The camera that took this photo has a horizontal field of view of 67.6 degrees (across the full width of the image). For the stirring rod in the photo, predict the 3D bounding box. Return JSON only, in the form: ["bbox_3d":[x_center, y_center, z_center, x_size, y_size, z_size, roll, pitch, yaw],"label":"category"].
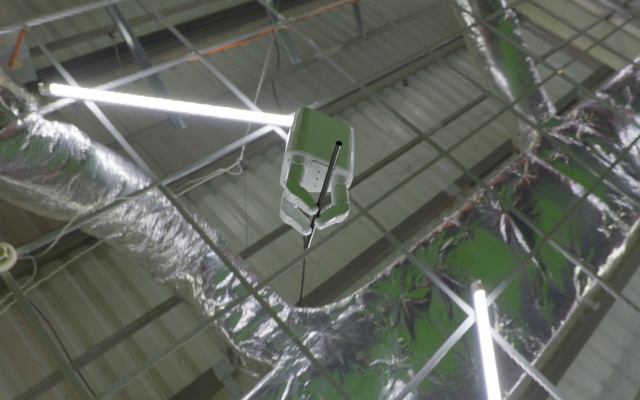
[{"bbox_3d":[0.000,0.002,0.664,0.011,0.011,0.240,0,-36,-13],"label":"stirring rod"}]
